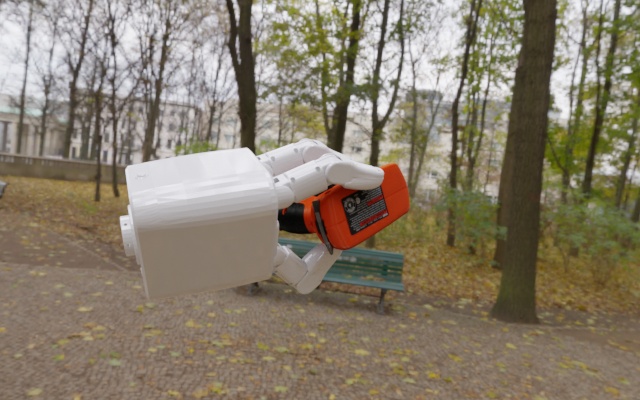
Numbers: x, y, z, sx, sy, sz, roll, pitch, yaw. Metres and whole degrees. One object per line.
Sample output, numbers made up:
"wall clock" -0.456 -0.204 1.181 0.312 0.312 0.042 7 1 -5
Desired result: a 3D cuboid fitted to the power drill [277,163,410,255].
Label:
"power drill" 0.000 0.002 0.510 0.184 0.057 0.187 -29 15 -36
